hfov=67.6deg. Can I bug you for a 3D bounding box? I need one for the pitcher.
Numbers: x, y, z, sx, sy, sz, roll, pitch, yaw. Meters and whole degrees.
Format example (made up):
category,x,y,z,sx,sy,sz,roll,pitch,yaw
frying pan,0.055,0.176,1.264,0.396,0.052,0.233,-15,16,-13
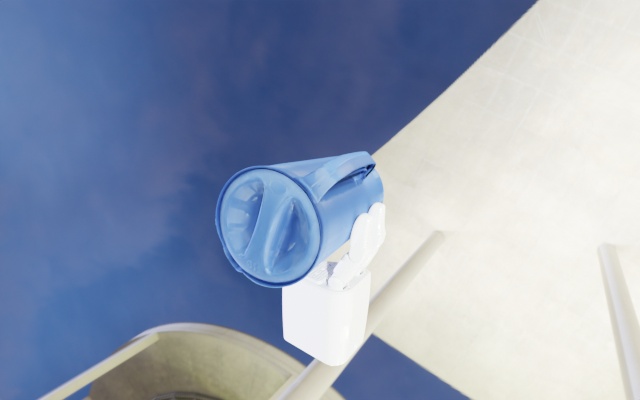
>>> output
category,x,y,z,sx,sy,sz,roll,pitch,yaw
pitcher,0.000,0.002,0.600,0.149,0.145,0.243,7,15,26
